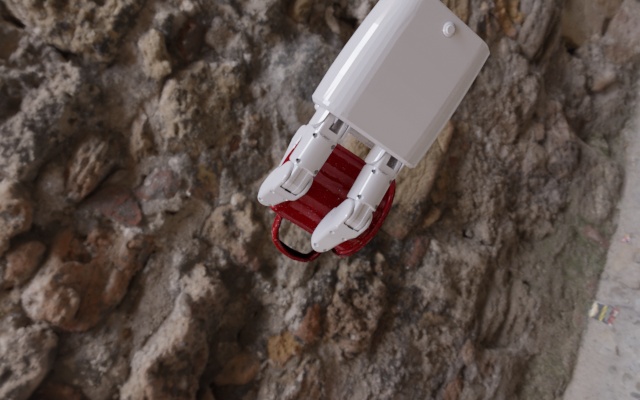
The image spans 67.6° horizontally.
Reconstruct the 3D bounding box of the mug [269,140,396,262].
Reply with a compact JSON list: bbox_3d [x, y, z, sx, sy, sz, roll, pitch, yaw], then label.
[{"bbox_3d":[-0.001,0.002,0.433,0.081,0.117,0.093,32,7,-21],"label":"mug"}]
